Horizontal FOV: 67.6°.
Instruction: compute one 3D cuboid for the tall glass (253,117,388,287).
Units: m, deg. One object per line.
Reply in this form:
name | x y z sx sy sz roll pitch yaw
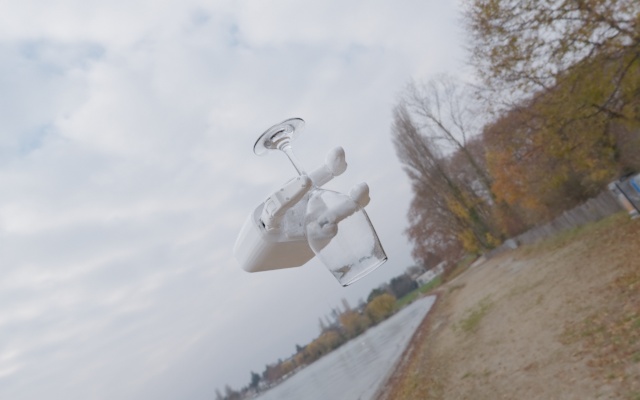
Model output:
tall glass | 0.000 0.001 0.570 0.079 0.201 0.079 -30 -15 -9
